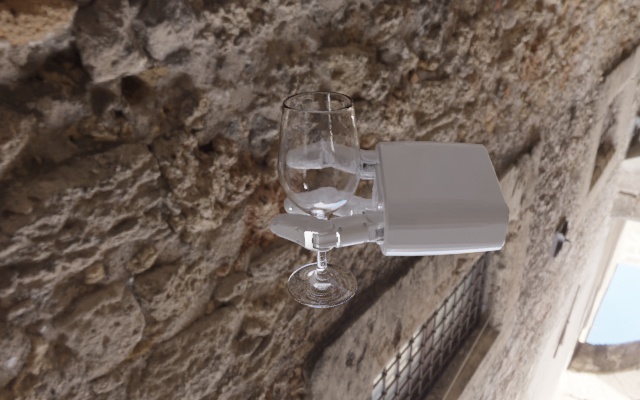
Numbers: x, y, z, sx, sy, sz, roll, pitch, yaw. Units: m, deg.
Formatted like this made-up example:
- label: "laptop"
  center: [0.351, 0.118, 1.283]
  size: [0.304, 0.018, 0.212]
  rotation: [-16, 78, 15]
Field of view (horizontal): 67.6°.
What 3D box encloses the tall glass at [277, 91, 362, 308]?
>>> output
- label: "tall glass"
  center: [0.000, 0.002, 0.460]
  size: [0.079, 0.201, 0.079]
  rotation: [-1, 29, 1]
